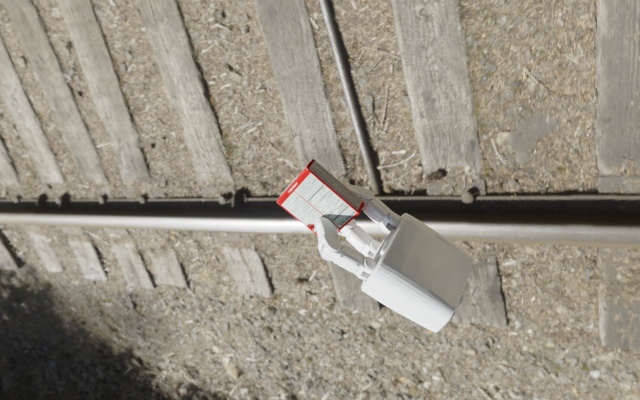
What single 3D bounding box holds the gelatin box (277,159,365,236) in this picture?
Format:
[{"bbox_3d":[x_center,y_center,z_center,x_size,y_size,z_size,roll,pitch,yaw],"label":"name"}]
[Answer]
[{"bbox_3d":[0.000,0.002,0.615,0.073,0.089,0.030,-45,9,37],"label":"gelatin box"}]
